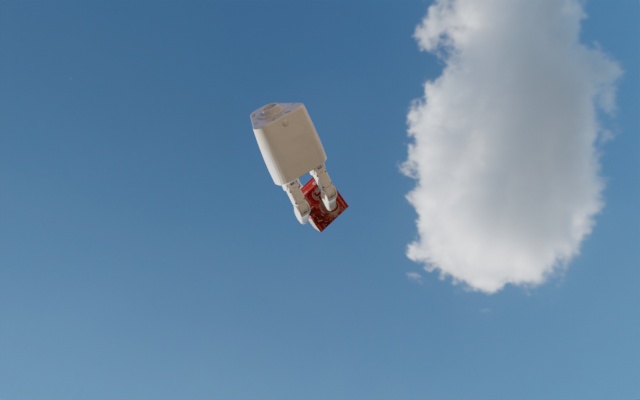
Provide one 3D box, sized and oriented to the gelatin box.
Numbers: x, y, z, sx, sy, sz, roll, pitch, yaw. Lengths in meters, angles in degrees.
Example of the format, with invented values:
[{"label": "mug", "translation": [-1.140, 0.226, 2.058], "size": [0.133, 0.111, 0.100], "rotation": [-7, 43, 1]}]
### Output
[{"label": "gelatin box", "translation": [0.000, 0.003, 0.873], "size": [0.030, 0.073, 0.089], "rotation": [34, -16, 53]}]
